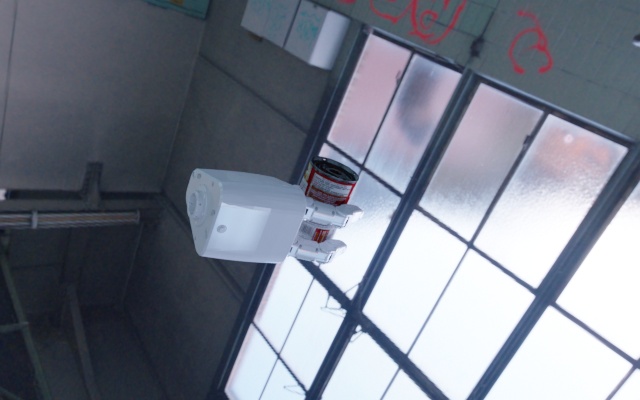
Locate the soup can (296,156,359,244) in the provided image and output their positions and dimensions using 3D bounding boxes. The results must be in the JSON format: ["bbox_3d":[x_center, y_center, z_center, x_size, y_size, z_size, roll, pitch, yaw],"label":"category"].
[{"bbox_3d":[0.000,0.002,0.630,0.068,0.102,0.068,20,21,-8],"label":"soup can"}]
